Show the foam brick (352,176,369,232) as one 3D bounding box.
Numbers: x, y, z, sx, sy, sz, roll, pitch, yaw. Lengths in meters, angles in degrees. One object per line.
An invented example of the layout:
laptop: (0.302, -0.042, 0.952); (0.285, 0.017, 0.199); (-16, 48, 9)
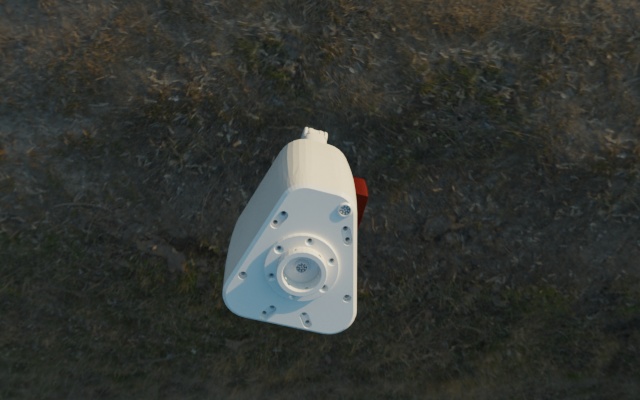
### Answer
foam brick: (0.000, 0.001, 0.448); (0.078, 0.053, 0.051); (14, 20, -8)
